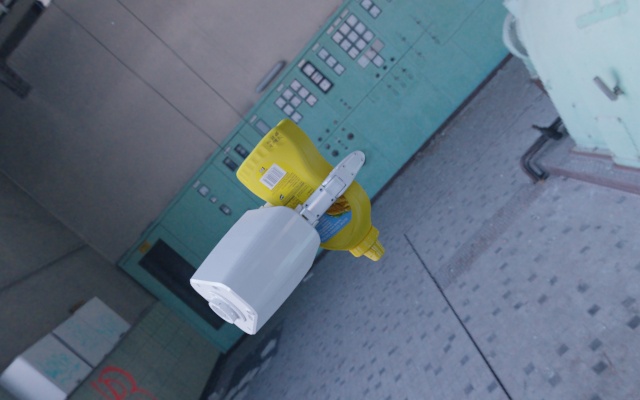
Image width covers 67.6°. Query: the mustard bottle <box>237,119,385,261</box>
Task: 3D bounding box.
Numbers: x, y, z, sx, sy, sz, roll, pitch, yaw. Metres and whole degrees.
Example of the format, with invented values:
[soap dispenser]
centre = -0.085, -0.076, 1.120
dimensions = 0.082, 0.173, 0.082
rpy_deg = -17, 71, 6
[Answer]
[mustard bottle]
centre = 0.000, 0.001, 0.554
dimensions = 0.096, 0.191, 0.058
rpy_deg = -44, 7, 36
